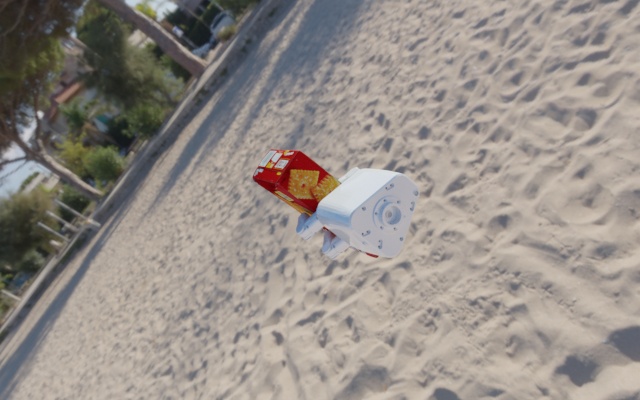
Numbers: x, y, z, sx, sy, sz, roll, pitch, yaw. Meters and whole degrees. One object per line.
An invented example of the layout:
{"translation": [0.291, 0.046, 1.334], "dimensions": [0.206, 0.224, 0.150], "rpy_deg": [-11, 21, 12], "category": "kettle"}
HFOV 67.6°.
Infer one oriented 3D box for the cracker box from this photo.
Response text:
{"translation": [0.000, 0.002, 0.806], "dimensions": [0.214, 0.072, 0.164], "rpy_deg": [38, -8, -21], "category": "cracker box"}
